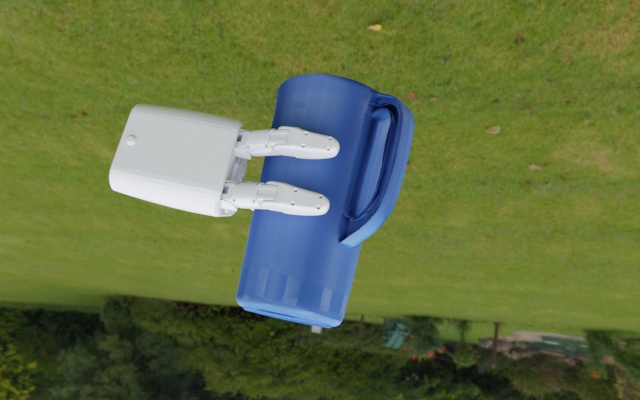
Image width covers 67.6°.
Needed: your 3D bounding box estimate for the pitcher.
[{"bbox_3d":[0.000,0.002,0.494,0.145,0.242,0.149,12,-16,0],"label":"pitcher"}]
